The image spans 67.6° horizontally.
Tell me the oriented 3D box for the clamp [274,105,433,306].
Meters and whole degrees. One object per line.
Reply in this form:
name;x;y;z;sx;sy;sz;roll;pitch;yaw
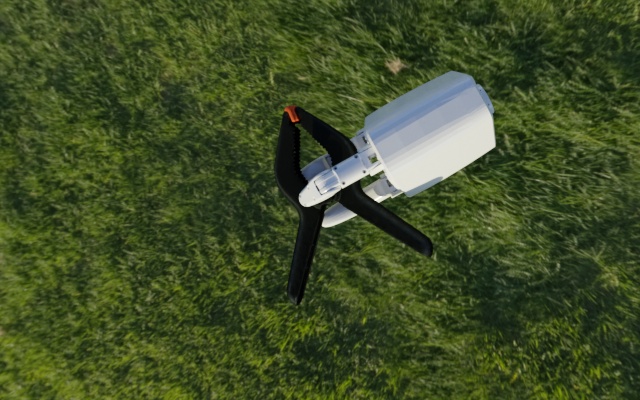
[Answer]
clamp;0.000;0.001;0.512;0.164;0.210;0.036;-29;-4;11
